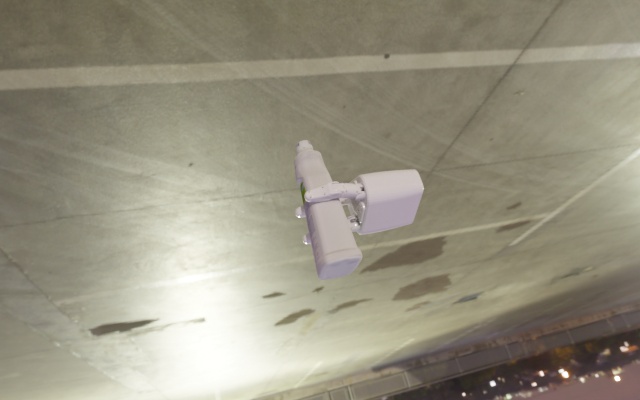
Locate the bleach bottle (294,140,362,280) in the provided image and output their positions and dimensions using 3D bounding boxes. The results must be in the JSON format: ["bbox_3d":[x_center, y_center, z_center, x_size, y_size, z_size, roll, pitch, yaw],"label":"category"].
[{"bbox_3d":[0.000,0.003,0.822,0.068,0.250,0.103,-9,-25,-15],"label":"bleach bottle"}]
